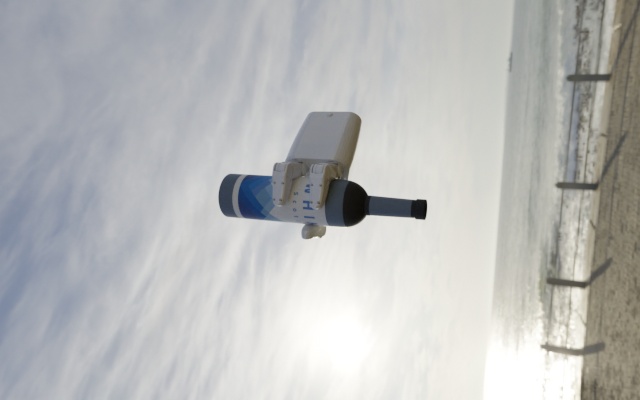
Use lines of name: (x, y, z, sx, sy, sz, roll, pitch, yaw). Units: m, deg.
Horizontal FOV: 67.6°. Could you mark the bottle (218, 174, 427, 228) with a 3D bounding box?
bottle: (0.000, 0.002, 0.674, 0.295, 0.069, 0.069, 4, 1, 20)
